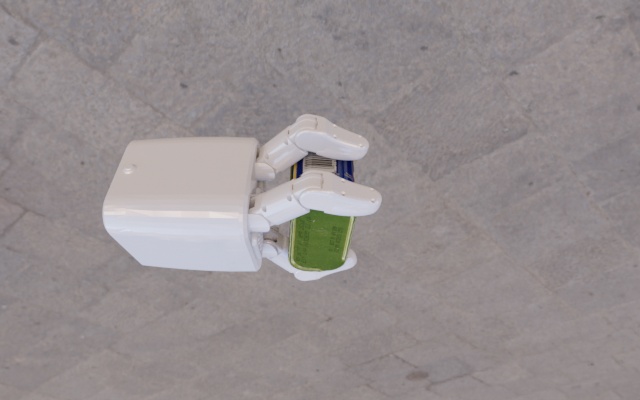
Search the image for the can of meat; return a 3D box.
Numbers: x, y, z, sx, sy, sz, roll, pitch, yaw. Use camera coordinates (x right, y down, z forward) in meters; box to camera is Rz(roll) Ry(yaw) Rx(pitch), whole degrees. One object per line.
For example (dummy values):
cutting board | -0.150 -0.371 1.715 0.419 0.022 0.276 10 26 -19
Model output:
can of meat | 0.000 0.002 0.417 0.057 0.083 0.102 3 -42 -3
